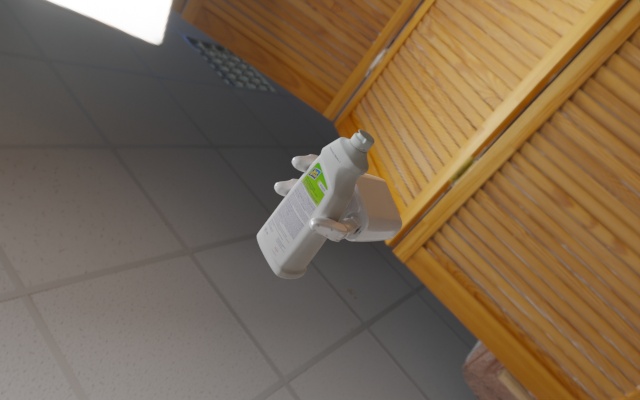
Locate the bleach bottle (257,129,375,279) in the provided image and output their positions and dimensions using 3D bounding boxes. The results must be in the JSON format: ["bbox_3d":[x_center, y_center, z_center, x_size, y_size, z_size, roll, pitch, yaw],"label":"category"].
[{"bbox_3d":[0.000,0.002,0.728,0.068,0.102,0.251,6,-49,-47],"label":"bleach bottle"}]
